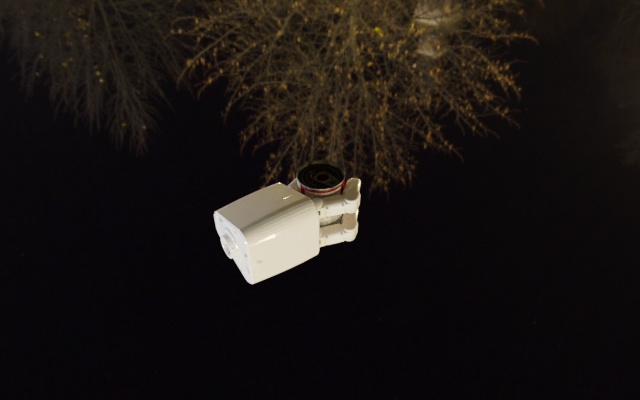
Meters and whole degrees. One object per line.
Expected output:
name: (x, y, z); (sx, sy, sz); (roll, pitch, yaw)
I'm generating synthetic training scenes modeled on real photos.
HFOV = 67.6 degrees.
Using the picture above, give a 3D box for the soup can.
soup can: (0.000, 0.002, 0.692); (0.068, 0.102, 0.068); (0, 40, 0)
